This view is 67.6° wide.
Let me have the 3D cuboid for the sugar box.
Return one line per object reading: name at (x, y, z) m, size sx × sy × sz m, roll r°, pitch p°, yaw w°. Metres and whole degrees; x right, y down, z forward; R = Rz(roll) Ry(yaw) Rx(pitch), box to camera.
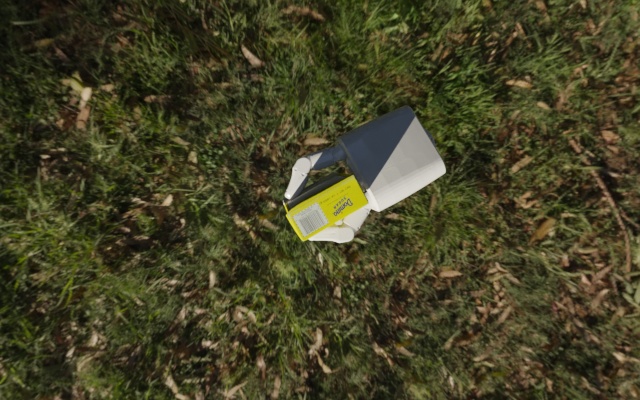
sugar box at (0.001, 0.003, 0.638) m, size 0.093 × 0.048 × 0.176 m, roll -29°, pitch 5°, yaw -2°
